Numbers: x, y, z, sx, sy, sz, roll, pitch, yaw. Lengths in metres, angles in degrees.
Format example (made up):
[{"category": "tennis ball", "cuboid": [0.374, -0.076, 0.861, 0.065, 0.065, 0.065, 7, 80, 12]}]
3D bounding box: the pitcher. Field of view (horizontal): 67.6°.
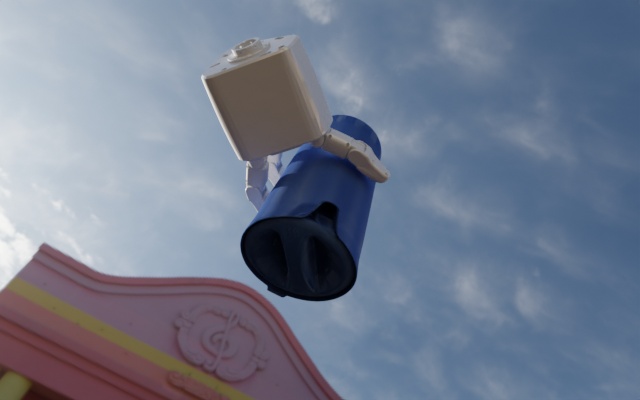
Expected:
[{"category": "pitcher", "cuboid": [0.000, 0.002, 0.609, 0.149, 0.145, 0.242, -9, 35, 26]}]
